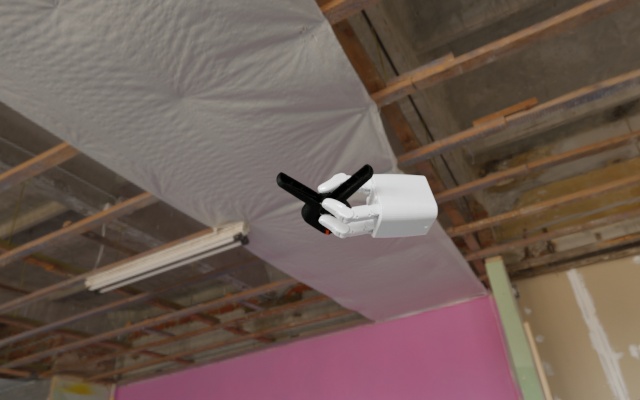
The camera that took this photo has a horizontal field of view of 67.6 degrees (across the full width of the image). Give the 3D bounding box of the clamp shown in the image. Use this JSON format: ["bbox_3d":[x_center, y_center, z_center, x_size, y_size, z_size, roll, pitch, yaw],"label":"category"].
[{"bbox_3d":[0.000,0.002,0.880,0.164,0.036,0.210,-1,-32,-7],"label":"clamp"}]
